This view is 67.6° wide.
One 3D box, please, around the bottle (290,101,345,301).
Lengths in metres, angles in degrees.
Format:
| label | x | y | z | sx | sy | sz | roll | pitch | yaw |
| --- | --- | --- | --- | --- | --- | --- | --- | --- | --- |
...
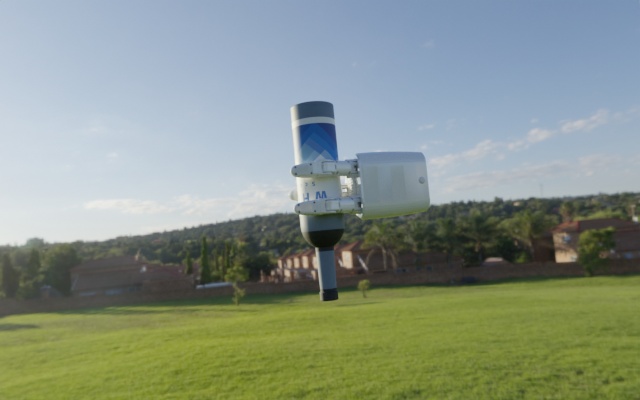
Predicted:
| label | x | y | z | sx | sy | sz | roll | pitch | yaw |
| --- | --- | --- | --- | --- | --- | --- | --- | --- | --- |
| bottle | 0.000 | 0.002 | 0.723 | 0.069 | 0.295 | 0.069 | -5 | -4 | 0 |
